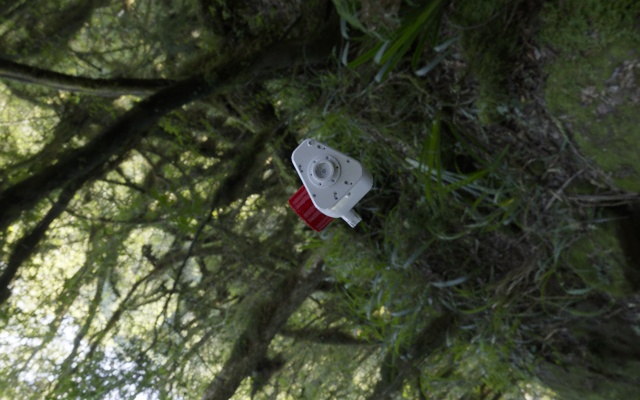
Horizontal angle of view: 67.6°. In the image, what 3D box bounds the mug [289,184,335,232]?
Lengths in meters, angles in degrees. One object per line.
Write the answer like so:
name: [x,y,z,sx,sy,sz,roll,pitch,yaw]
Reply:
mug: [0.000,0.003,0.867,0.081,0.093,0.117,-45,-14,4]
